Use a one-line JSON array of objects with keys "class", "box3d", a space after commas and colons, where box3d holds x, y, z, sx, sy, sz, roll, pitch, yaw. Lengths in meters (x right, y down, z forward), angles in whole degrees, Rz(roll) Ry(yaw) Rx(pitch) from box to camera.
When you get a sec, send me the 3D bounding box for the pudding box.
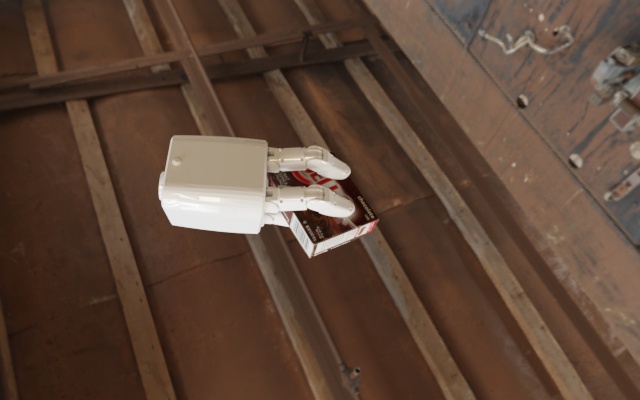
[{"class": "pudding box", "box3d": [0.000, 0.002, 0.565, 0.090, 0.113, 0.039, -20, -26, -25]}]
